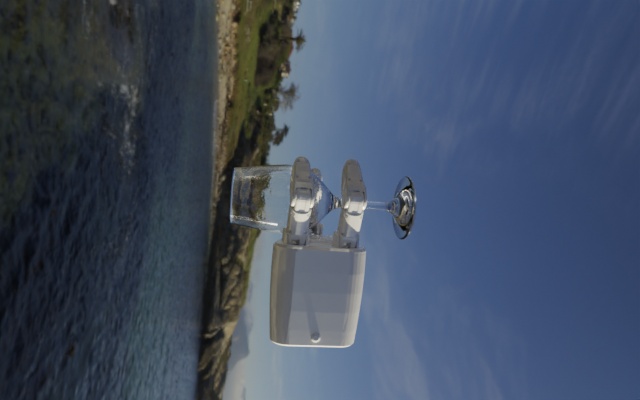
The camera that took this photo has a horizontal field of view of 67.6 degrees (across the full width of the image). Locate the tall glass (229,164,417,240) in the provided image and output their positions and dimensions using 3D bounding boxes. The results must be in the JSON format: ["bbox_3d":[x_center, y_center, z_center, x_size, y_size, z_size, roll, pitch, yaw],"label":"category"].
[{"bbox_3d":[0.001,0.002,0.539,0.201,0.079,0.079,5,-1,-10],"label":"tall glass"}]
